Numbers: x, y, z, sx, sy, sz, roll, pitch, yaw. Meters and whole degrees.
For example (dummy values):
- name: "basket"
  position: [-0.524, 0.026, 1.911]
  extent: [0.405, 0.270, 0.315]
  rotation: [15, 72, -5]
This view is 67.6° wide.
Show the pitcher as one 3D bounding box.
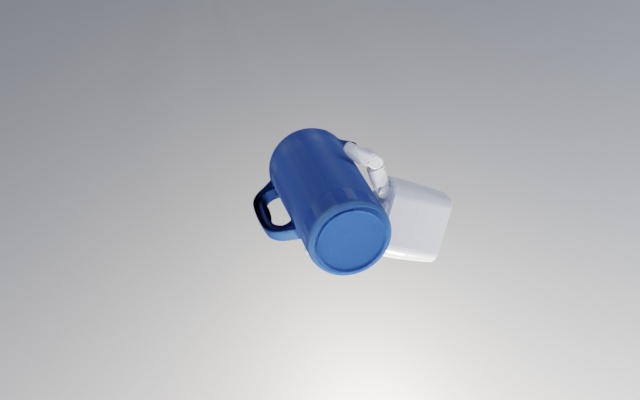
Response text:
- name: "pitcher"
  position: [0.000, 0.002, 0.677]
  extent: [0.145, 0.149, 0.242]
  rotation: [14, 22, -21]
